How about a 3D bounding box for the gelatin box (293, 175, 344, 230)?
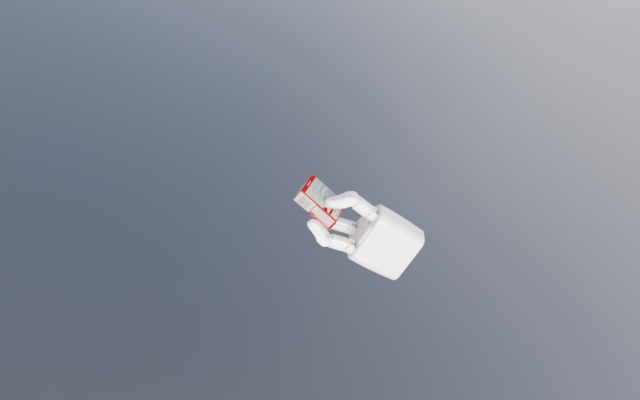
[{"bbox_3d":[0.000,0.002,0.897,0.030,0.089,0.073,-45,7,33],"label":"gelatin box"}]
